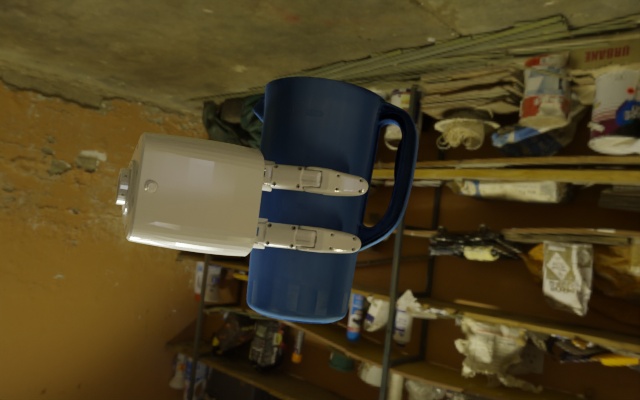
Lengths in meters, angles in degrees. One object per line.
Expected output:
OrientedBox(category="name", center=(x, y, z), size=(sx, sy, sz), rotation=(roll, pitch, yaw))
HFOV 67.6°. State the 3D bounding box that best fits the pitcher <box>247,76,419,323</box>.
OrientedBox(category="pitcher", center=(0.000, 0.002, 0.510), size=(0.145, 0.243, 0.149), rotation=(9, -4, -27))
